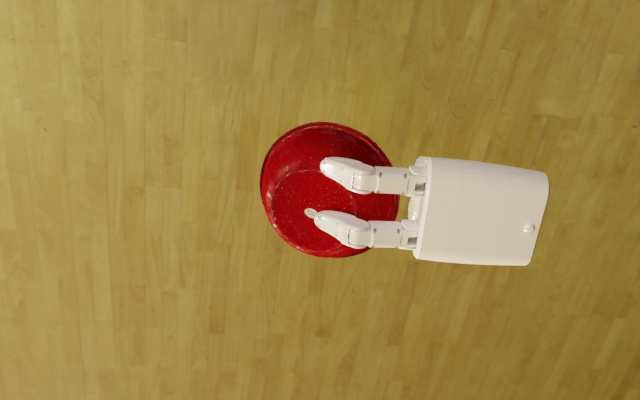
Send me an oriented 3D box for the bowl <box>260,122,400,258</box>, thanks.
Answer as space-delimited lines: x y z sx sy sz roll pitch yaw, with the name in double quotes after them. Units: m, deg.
-0.001 0.002 0.507 0.162 0.162 0.055 0 22 18 "bowl"
